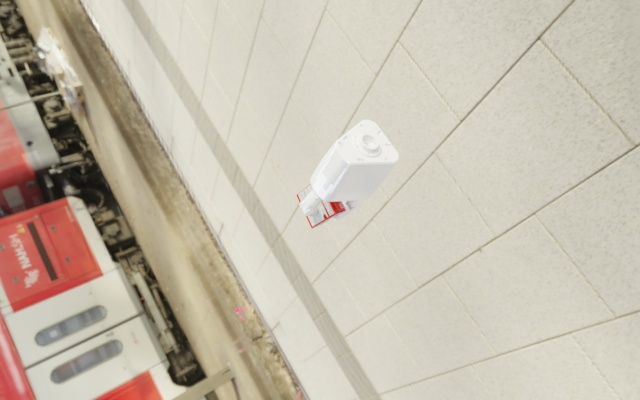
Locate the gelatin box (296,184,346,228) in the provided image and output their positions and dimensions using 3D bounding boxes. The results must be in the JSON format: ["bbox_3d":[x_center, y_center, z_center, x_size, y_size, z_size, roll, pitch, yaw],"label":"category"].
[{"bbox_3d":[0.000,0.003,0.887,0.030,0.073,0.089,-20,-8,-38],"label":"gelatin box"}]
